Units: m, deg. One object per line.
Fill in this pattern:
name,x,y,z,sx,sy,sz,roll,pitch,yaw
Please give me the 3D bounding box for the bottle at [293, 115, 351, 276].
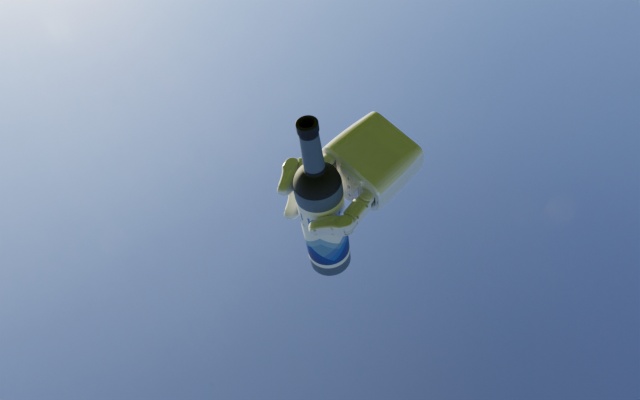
bottle,0.000,0.002,0.664,0.069,0.069,0.296,0,-39,8
